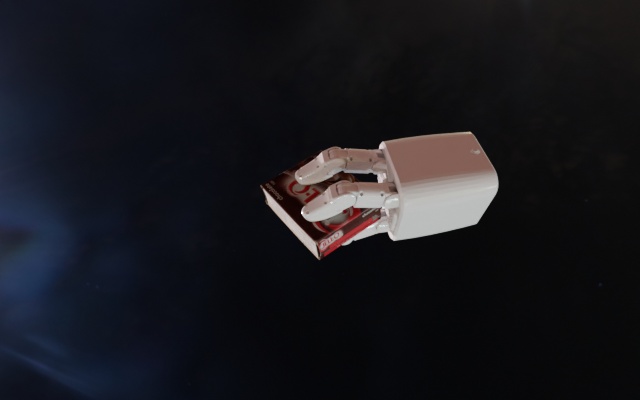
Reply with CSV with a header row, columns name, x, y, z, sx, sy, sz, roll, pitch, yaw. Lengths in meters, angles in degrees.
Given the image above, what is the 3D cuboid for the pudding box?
name,x,y,z,sx,sy,sz,roll,pitch,yaw
pudding box,0.000,0.002,0.545,0.090,0.039,0.113,-31,50,-21
